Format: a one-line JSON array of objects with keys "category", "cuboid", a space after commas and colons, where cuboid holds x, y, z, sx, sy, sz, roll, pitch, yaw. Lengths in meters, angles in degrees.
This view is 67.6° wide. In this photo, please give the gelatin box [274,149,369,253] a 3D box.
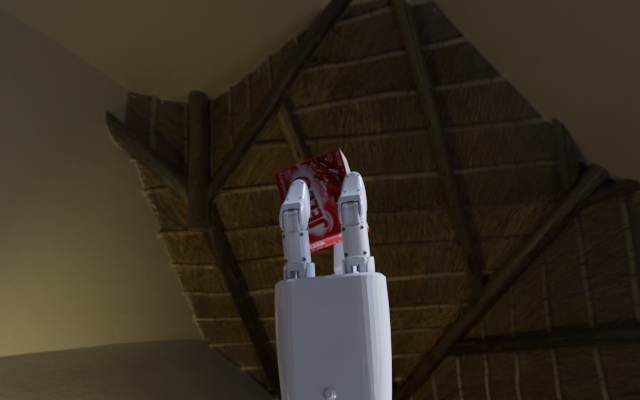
[{"category": "gelatin box", "cuboid": [0.000, 0.001, 0.478, 0.073, 0.089, 0.030, -20, -25, 9]}]
